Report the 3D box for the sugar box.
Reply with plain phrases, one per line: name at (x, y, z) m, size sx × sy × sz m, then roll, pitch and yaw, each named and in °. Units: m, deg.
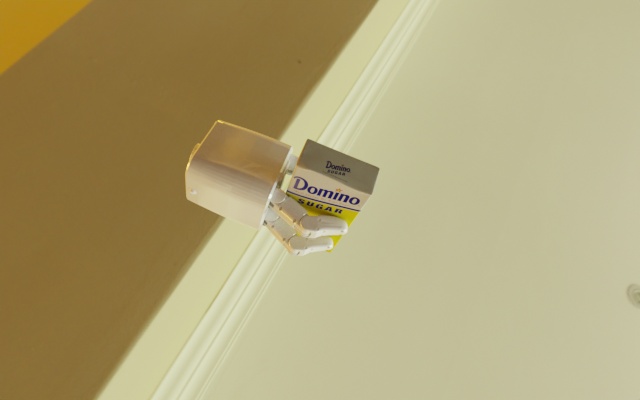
sugar box at (0.000, 0.002, 0.603) m, size 0.093 × 0.048 × 0.176 m, roll 22°, pitch -29°, yaw -3°
